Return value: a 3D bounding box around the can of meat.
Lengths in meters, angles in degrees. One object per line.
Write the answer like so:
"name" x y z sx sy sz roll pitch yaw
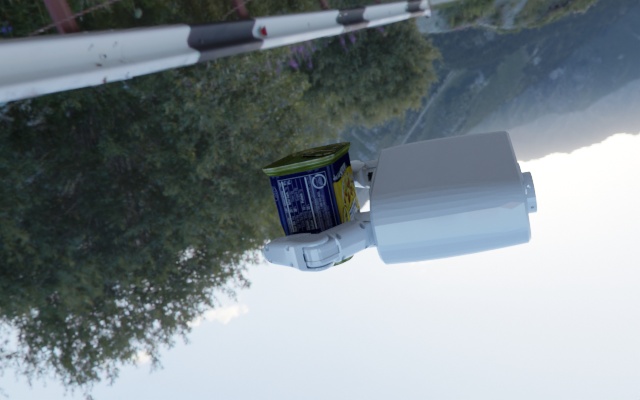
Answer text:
"can of meat" 0.000 0.002 0.400 0.057 0.084 0.102 -10 11 16
